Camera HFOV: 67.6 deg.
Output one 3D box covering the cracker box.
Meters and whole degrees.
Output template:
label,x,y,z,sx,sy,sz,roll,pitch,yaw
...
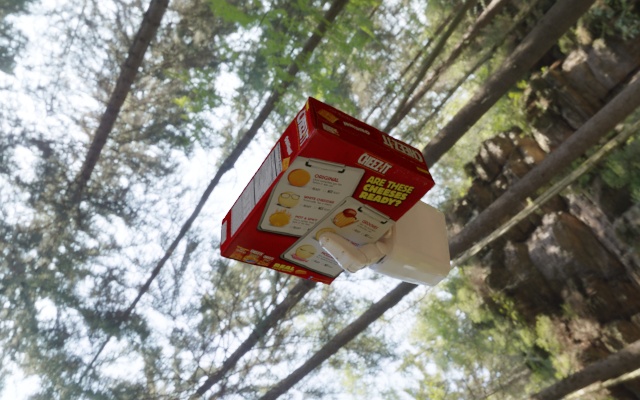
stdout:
label,x,y,z,sx,sy,sz,roll,pitch,yaw
cracker box,0.000,0.002,0.570,0.164,0.072,0.214,20,-52,-29
